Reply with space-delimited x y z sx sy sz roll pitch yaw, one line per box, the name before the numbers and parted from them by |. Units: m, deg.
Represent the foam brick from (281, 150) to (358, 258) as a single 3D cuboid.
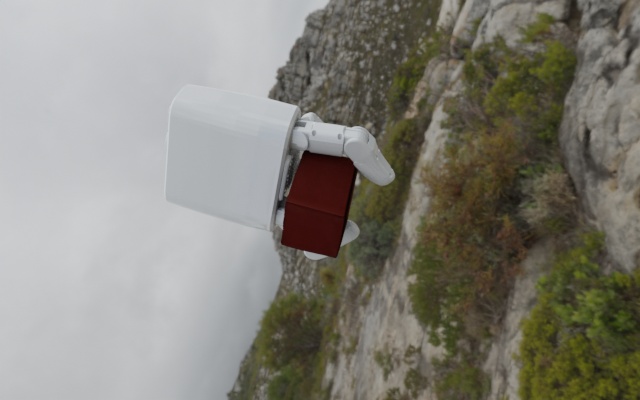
foam brick | 0.000 0.002 0.417 0.051 0.053 0.078 13 43 2
